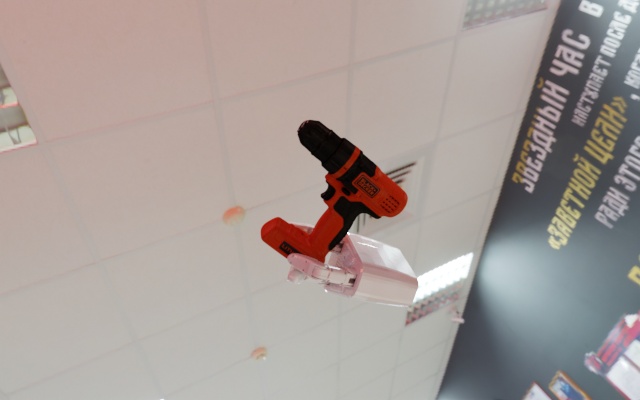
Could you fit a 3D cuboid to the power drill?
[{"bbox_3d":[0.000,0.003,0.673,0.184,0.188,0.057,39,22,-13],"label":"power drill"}]
